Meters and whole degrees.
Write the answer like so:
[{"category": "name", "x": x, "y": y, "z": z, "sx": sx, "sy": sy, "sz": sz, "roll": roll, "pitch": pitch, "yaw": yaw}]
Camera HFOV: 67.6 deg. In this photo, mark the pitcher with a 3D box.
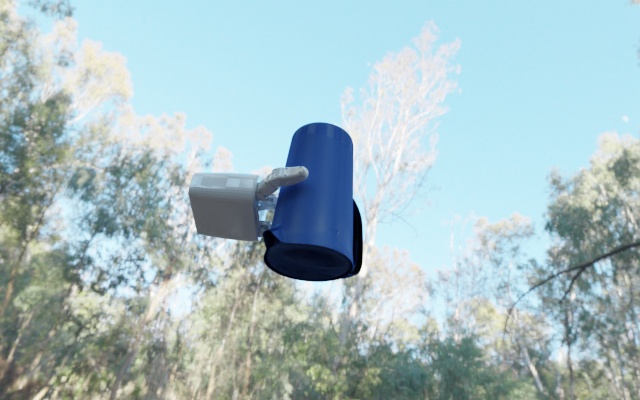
[{"category": "pitcher", "x": 0.000, "y": 0.002, "z": 0.766, "sx": 0.145, "sy": 0.242, "sz": 0.149, "roll": 3, "pitch": -32, "yaw": 6}]
